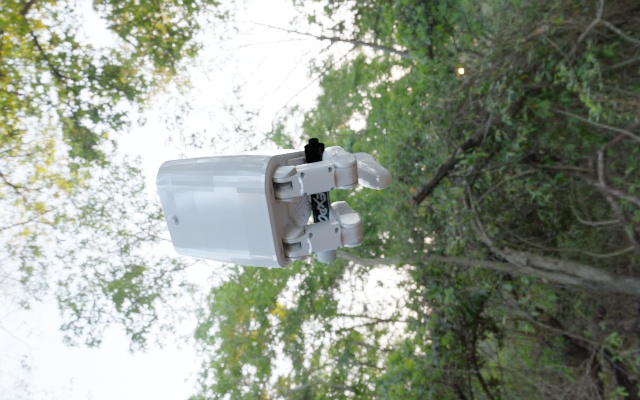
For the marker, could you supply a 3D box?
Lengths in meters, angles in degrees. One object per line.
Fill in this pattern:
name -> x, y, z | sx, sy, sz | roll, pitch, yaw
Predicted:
marker -> 0.000, 0.001, 0.440 | 0.020, 0.121, 0.020 | -6, 24, 3
